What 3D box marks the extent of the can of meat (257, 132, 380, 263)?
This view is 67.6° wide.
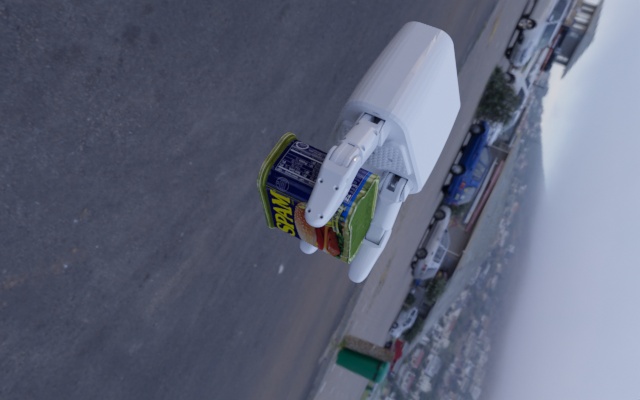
[{"bbox_3d":[0.000,0.001,0.409,0.084,0.057,0.102,25,-27,15],"label":"can of meat"}]
